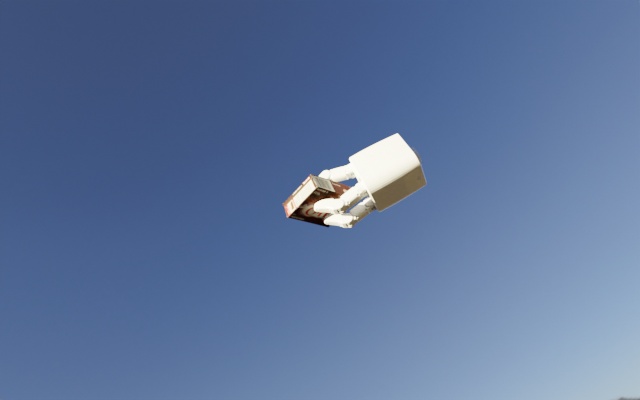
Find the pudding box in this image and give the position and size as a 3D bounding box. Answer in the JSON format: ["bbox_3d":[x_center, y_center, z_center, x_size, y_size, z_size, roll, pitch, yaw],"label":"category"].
[{"bbox_3d":[0.000,0.003,0.899,0.113,0.039,0.090,18,-53,-41],"label":"pudding box"}]
